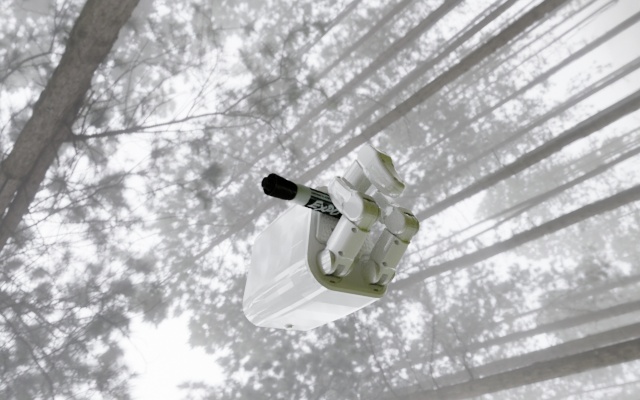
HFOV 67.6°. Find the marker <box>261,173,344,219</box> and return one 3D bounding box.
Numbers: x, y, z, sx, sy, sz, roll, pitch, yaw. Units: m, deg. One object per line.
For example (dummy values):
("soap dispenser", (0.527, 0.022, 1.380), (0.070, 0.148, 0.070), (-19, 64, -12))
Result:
("marker", (0.000, 0.001, 0.413), (0.121, 0.020, 0.020), (19, -12, -39))
